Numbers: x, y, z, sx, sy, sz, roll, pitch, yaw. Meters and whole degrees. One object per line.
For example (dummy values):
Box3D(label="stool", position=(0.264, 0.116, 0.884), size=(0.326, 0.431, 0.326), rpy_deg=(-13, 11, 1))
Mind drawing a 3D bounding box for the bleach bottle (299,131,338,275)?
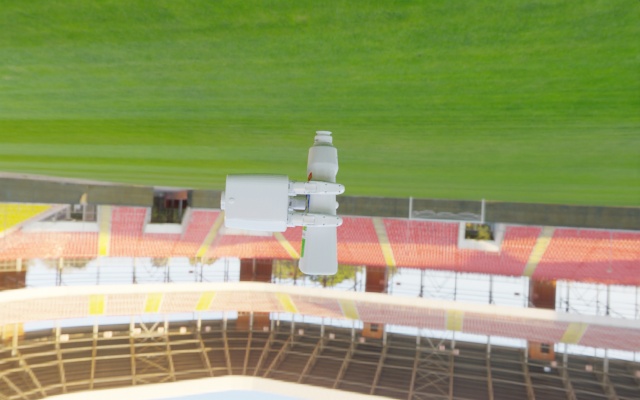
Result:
Box3D(label="bleach bottle", position=(0.000, 0.003, 0.863), size=(0.068, 0.251, 0.102), rpy_deg=(2, -1, -6))
